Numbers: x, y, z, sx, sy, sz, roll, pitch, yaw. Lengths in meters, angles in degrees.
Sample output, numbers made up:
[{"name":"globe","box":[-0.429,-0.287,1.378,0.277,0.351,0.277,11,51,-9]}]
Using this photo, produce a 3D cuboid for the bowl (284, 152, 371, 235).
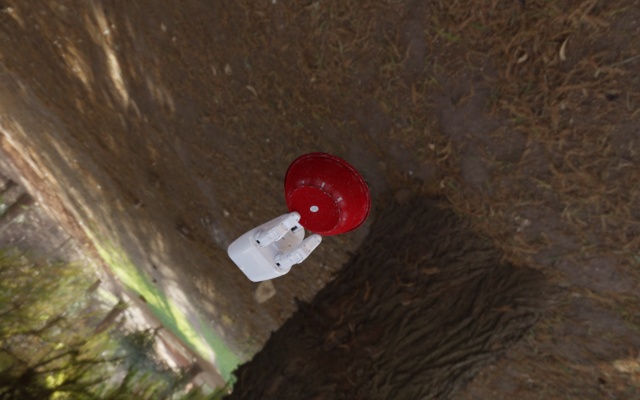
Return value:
[{"name":"bowl","box":[0.001,0.002,0.801,0.162,0.162,0.055,0,31,27]}]
